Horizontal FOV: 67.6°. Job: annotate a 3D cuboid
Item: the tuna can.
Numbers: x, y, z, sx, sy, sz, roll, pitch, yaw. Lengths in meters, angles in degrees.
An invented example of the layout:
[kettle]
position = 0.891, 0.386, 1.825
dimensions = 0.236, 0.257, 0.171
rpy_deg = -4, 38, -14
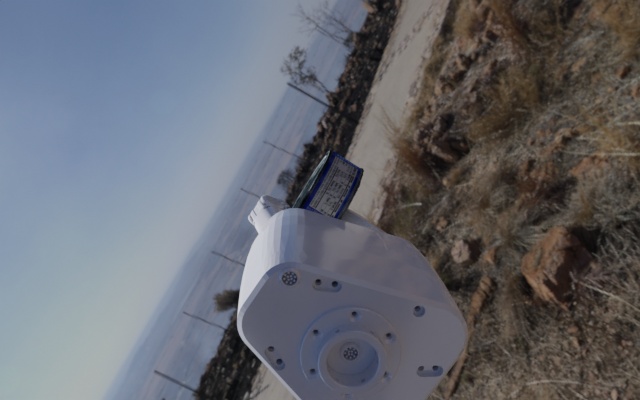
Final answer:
[tuna can]
position = 0.000, 0.001, 0.405
dimensions = 0.034, 0.086, 0.086
rpy_deg = 31, -3, -6
